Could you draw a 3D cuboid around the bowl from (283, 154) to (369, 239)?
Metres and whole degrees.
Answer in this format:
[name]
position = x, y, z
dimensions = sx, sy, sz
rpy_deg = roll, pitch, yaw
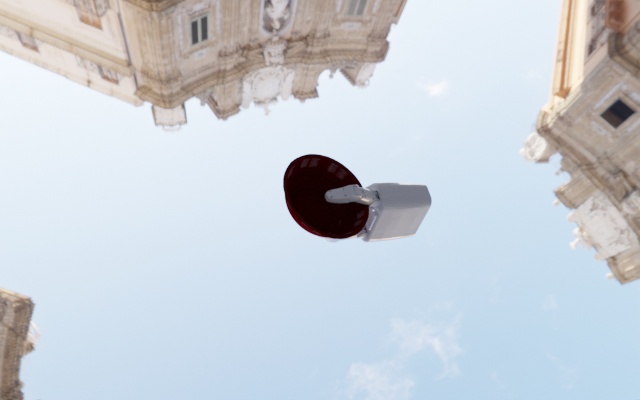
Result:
[bowl]
position = -0.001, 0.003, 0.804
dimensions = 0.162, 0.162, 0.055
rpy_deg = 0, -29, -33
